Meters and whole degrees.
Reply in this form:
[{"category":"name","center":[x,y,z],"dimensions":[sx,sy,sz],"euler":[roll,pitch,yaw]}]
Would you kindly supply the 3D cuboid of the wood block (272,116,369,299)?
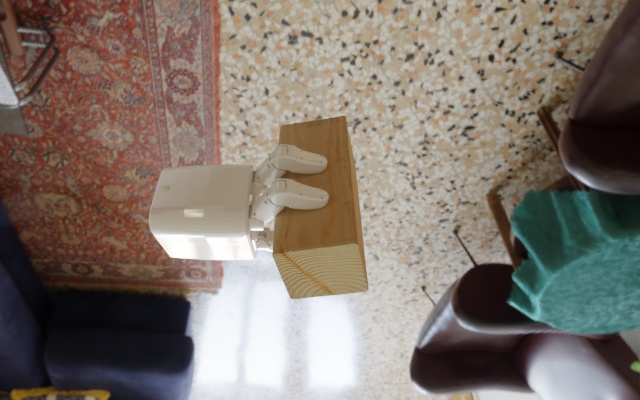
[{"category":"wood block","center":[0.000,0.002,0.569],"dimensions":[0.090,0.206,0.091],"euler":[-8,-43,7]}]
